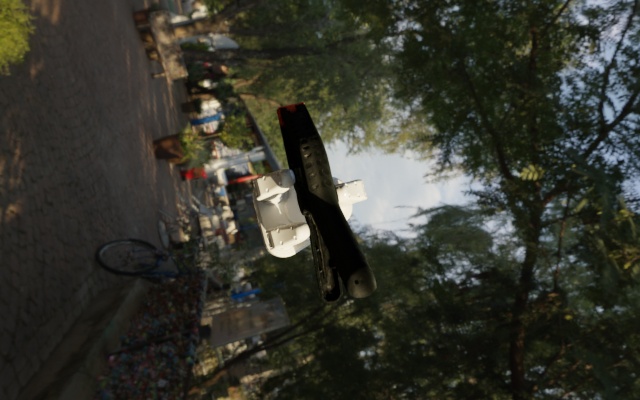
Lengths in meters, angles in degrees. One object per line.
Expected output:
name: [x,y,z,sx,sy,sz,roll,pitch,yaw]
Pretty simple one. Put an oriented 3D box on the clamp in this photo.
clamp: [0.001,0.001,0.458,0.036,0.210,0.164,-14,-4,-13]
